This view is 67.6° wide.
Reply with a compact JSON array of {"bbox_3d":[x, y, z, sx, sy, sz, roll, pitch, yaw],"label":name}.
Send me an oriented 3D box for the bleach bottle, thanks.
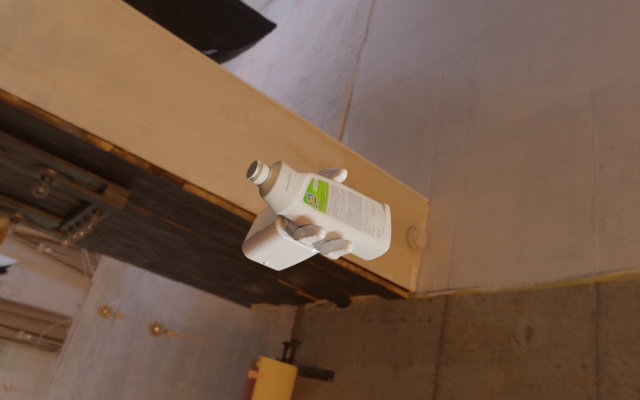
[{"bbox_3d":[0.000,0.002,0.729,0.251,0.102,0.068,29,-43,-30],"label":"bleach bottle"}]
